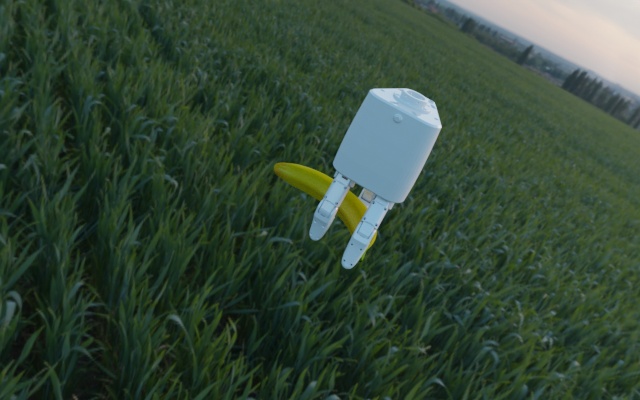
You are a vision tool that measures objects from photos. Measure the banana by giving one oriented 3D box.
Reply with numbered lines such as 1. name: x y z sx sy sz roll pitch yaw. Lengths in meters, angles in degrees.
1. banana: 0.016 0.001 0.660 0.069 0.037 0.197 -13 47 -43
